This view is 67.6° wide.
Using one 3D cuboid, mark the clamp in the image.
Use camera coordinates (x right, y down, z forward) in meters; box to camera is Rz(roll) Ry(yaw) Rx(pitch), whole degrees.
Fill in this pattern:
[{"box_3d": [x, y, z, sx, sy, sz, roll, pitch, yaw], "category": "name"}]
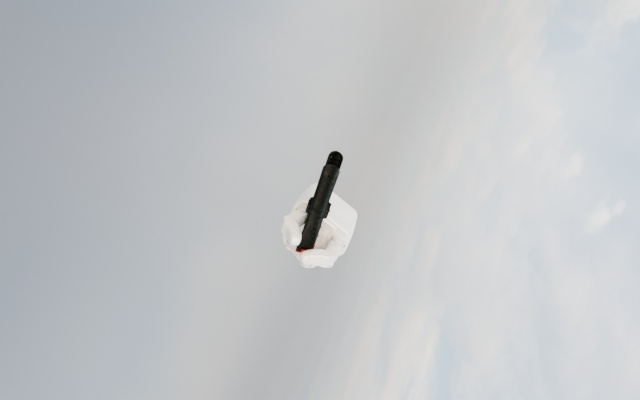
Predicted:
[{"box_3d": [0.001, 0.003, 0.750, 0.039, 0.171, 0.120, 23, 26, 4], "category": "clamp"}]
